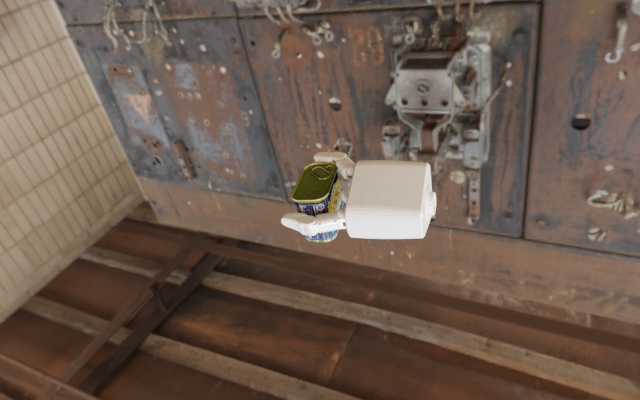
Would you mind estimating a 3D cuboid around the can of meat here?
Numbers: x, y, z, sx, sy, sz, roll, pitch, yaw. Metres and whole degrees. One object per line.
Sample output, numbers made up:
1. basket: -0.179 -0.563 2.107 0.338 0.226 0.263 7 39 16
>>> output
1. can of meat: 0.000 0.003 0.737 0.057 0.084 0.102 -1 37 18
